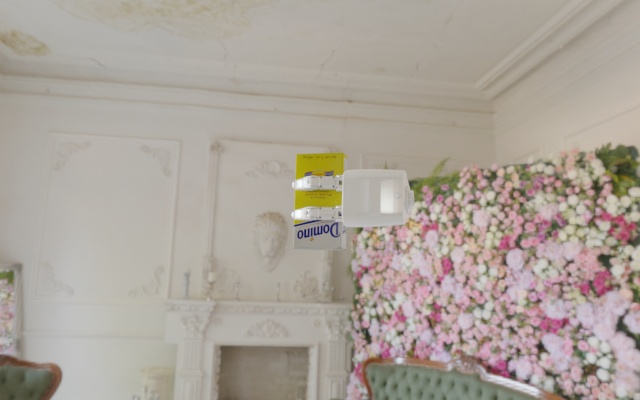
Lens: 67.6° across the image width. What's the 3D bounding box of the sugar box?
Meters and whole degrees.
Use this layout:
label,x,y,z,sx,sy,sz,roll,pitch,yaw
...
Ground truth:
label,x,y,z,sx,sy,sz,roll,pitch,yaw
sugar box,0.000,0.003,0.879,0.093,0.176,0.048,-1,-9,15
